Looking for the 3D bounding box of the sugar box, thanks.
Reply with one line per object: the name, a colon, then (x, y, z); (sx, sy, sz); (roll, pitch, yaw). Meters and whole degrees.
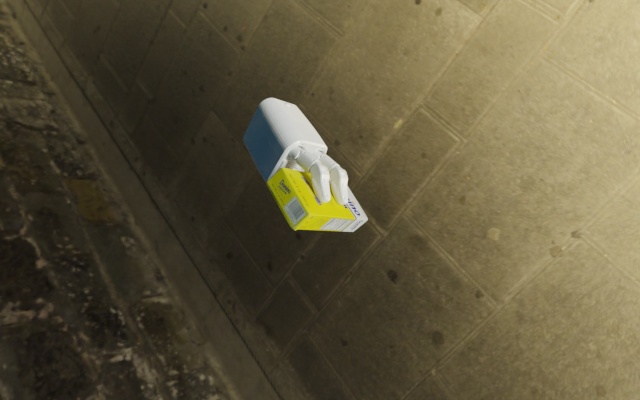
sugar box: (0.000, 0.002, 0.774); (0.048, 0.093, 0.176); (-43, -25, 27)
